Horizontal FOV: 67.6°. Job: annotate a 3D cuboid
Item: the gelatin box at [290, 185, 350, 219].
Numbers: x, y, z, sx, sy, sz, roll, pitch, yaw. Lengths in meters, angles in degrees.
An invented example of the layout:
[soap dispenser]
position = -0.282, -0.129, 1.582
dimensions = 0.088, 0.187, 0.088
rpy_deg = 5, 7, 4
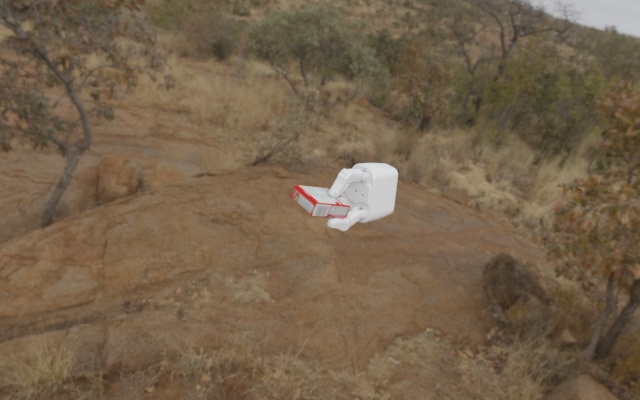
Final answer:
[gelatin box]
position = 0.000, 0.002, 0.888
dimensions = 0.089, 0.030, 0.073
rpy_deg = 5, 25, -42
